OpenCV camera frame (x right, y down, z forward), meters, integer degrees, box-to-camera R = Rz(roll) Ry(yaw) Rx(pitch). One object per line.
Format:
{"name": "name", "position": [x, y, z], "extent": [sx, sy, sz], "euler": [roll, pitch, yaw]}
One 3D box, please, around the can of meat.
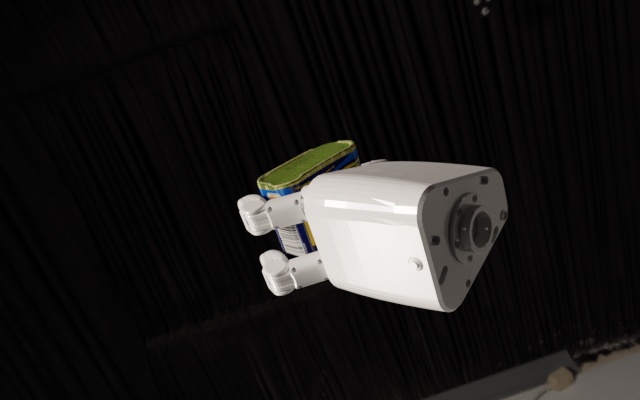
{"name": "can of meat", "position": [0.000, 0.001, 0.438], "extent": [0.102, 0.084, 0.057], "euler": [-33, 25, -34]}
